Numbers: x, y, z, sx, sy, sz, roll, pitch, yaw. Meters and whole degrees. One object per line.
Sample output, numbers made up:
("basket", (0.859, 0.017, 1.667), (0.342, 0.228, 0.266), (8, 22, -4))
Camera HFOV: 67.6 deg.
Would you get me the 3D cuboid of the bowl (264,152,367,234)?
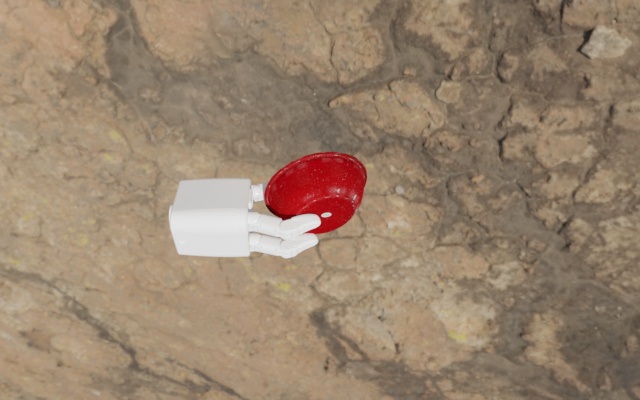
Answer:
("bowl", (0.002, 0.002, 0.710), (0.162, 0.055, 0.162), (-12, -36, -9))
